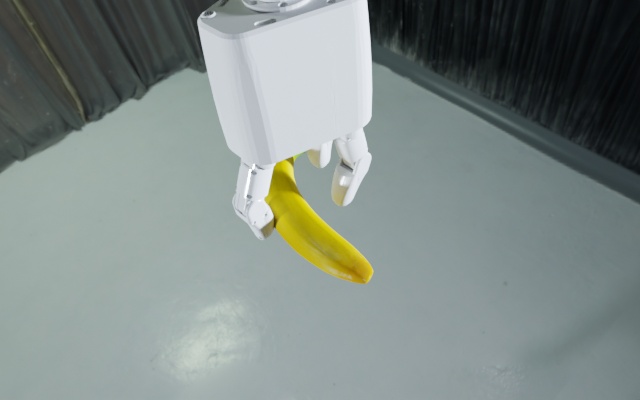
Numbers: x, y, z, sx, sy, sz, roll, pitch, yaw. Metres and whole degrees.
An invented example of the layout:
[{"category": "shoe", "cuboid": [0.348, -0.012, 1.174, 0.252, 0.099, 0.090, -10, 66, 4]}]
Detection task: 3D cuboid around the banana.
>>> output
[{"category": "banana", "cuboid": [-0.019, 0.004, 0.449, 0.069, 0.037, 0.197, -15, 47, -13]}]
